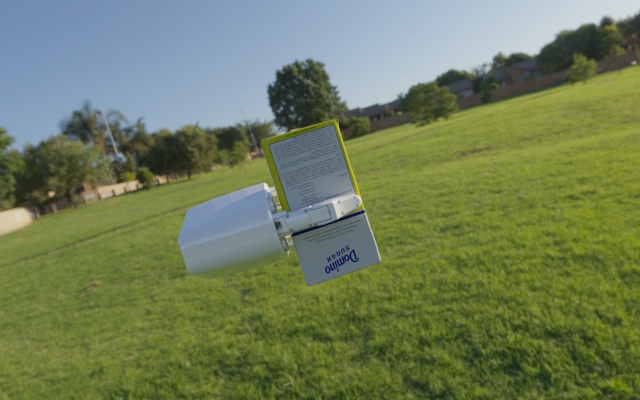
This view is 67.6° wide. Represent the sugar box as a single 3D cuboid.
[{"bbox_3d":[0.000,0.002,0.563,0.093,0.176,0.048,-17,6,-5],"label":"sugar box"}]
